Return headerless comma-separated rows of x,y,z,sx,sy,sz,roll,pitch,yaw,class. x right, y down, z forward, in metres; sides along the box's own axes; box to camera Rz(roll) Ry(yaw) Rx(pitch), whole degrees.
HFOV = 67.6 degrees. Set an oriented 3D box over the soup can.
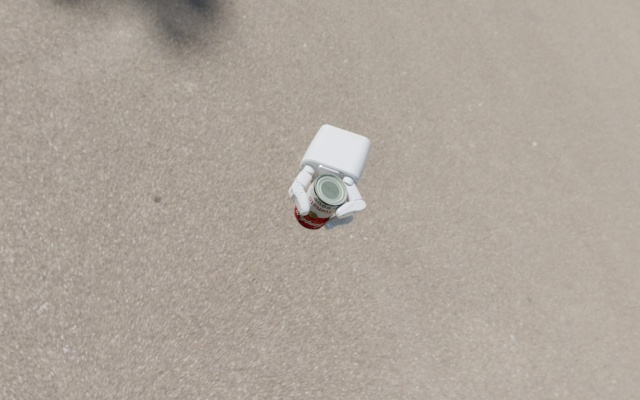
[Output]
0.000,0.003,0.879,0.068,0.068,0.102,0,-27,-26,soup can
